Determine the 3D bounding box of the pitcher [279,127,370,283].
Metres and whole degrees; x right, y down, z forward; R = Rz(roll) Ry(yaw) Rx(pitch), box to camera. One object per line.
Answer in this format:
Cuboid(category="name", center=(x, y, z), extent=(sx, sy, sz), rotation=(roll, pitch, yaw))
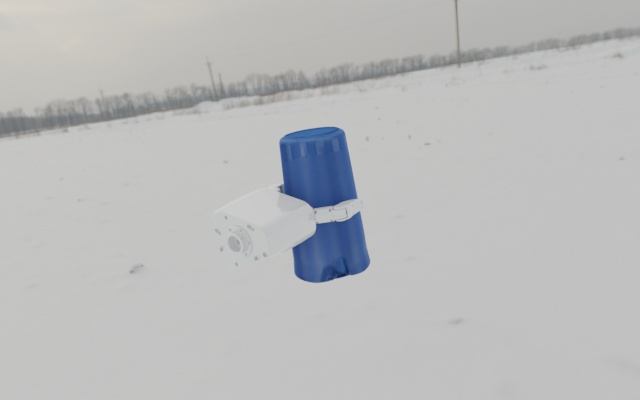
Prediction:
Cuboid(category="pitcher", center=(0.000, 0.003, 0.808), extent=(0.149, 0.243, 0.145), rotation=(2, 19, 34))
